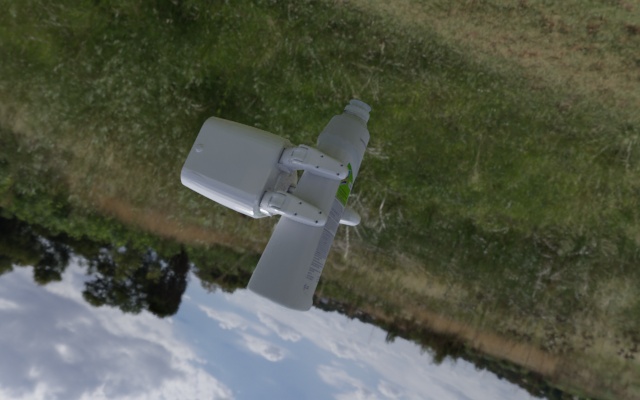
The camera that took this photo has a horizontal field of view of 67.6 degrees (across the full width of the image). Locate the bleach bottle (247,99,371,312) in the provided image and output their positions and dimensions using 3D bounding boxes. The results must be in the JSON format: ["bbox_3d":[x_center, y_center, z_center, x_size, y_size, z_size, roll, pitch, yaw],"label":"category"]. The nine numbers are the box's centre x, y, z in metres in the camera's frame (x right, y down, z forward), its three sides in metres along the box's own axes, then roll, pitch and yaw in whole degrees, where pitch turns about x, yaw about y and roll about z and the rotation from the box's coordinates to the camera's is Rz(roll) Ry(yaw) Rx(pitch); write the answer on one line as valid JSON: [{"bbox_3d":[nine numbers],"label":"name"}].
[{"bbox_3d":[0.000,0.002,0.562,0.068,0.251,0.102,21,-9,14],"label":"bleach bottle"}]
